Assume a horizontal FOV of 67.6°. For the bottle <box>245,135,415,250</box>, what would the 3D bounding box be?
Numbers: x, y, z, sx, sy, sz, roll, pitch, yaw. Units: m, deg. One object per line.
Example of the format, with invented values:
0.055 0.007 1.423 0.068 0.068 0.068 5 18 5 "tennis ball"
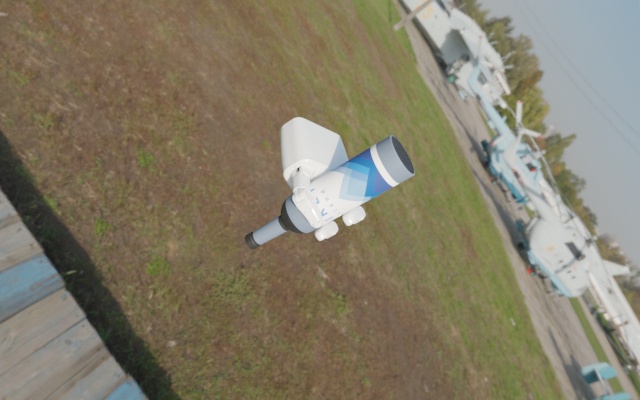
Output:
0.000 0.002 0.738 0.296 0.069 0.069 -30 -13 23 "bottle"
